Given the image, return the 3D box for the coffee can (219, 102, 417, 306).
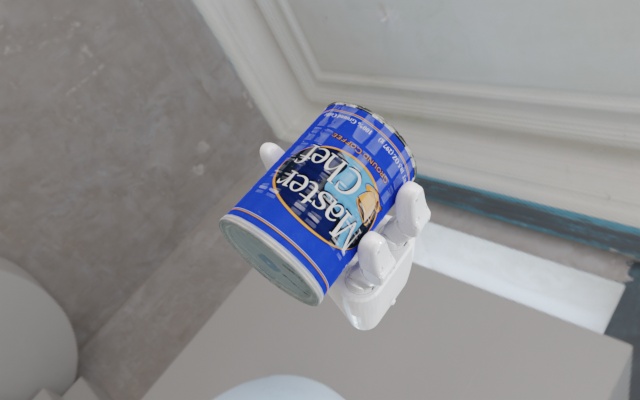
[{"bbox_3d":[0.000,0.001,0.402,0.103,0.140,0.103,34,-22,16],"label":"coffee can"}]
